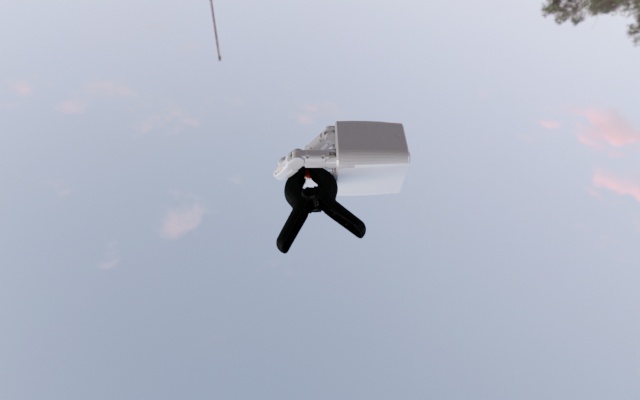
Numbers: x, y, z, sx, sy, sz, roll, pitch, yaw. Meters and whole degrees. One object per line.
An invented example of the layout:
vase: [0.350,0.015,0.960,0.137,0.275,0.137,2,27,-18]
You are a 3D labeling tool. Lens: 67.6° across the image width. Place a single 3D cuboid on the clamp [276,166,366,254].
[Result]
clamp: [0.000,0.003,0.683,0.120,0.171,0.039,-1,-43,0]
